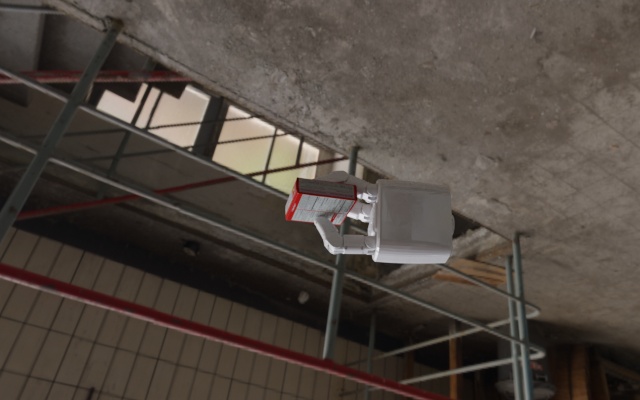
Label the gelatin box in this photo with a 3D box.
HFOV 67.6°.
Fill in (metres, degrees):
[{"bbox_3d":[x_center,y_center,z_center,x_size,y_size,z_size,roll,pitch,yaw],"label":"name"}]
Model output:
[{"bbox_3d":[0.000,0.003,0.685,0.089,0.030,0.073,6,-34,-15],"label":"gelatin box"}]
